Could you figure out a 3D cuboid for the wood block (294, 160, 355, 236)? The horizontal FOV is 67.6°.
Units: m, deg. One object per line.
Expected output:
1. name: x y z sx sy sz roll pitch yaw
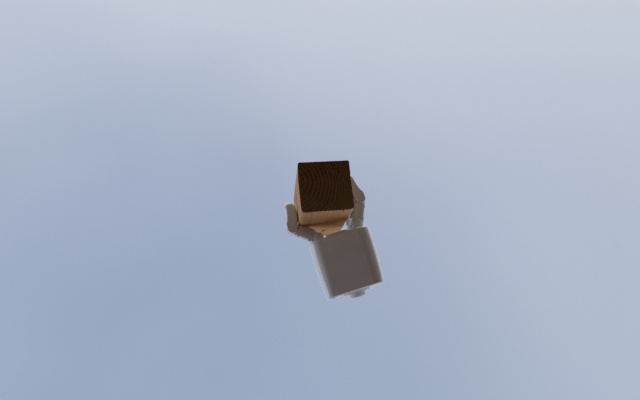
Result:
1. wood block: 0.000 0.003 0.893 0.091 0.090 0.206 -4 -16 -6
